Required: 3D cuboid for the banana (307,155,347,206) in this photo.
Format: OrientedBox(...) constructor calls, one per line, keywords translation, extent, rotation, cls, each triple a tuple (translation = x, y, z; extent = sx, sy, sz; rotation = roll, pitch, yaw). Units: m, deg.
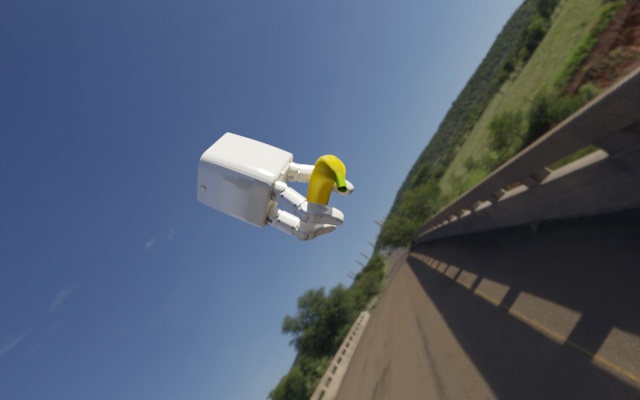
OrientedBox(translation=(0.003, -0.016, 0.672), extent=(0.037, 0.069, 0.198), rotation=(8, -19, -7), cls="banana")
